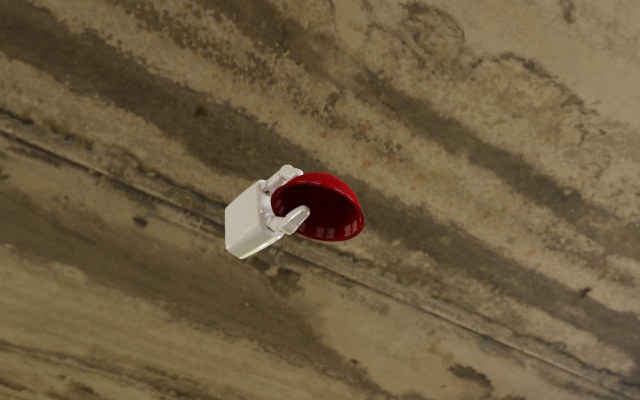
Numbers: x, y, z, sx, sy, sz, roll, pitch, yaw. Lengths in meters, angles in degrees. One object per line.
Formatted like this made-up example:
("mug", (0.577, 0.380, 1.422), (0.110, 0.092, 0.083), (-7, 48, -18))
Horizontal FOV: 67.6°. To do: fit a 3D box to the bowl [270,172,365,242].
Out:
("bowl", (0.001, 0.002, 0.803), (0.162, 0.055, 0.162), (12, -36, 9))
